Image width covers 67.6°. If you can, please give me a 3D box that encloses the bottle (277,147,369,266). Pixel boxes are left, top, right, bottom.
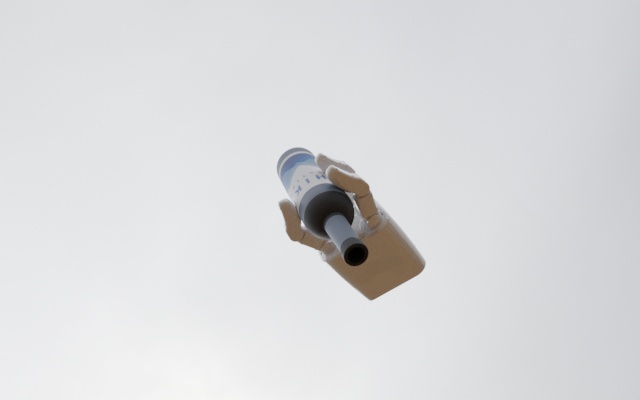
[{"bbox_3d":[0.000,0.002,0.627,0.069,0.069,0.295,0,22,-16],"label":"bottle"}]
